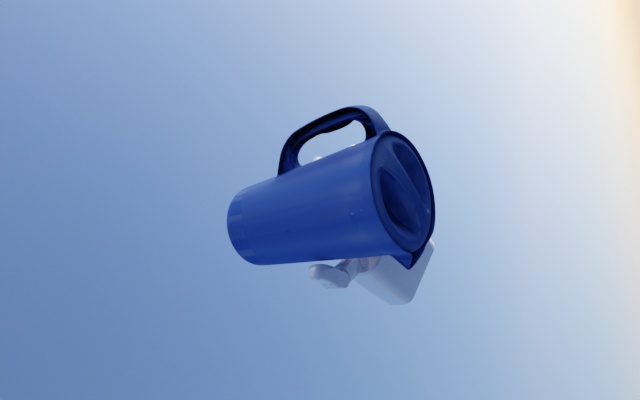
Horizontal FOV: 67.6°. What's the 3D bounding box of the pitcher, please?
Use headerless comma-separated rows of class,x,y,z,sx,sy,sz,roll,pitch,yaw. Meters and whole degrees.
pitcher,0.000,0.002,0.572,0.243,0.149,0.145,-14,-40,38
